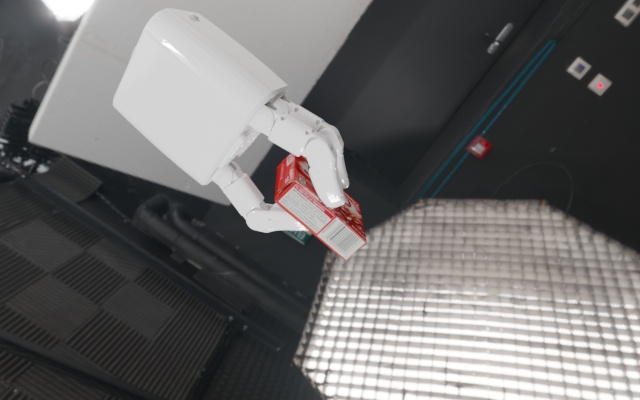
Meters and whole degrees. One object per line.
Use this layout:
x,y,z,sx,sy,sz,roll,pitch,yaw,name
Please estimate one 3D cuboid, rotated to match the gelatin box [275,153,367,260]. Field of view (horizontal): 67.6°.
0.000,0.002,0.433,0.089,0.030,0.073,41,18,-19,gelatin box
